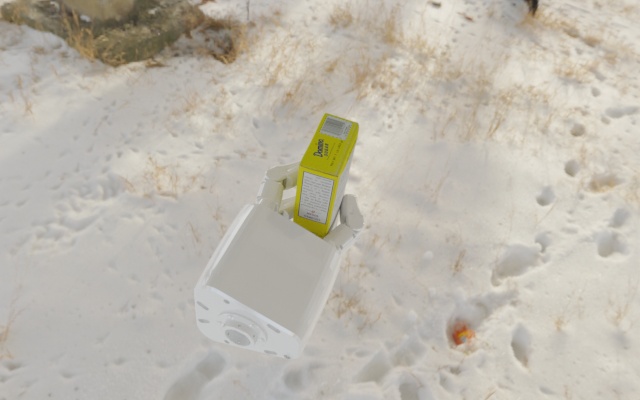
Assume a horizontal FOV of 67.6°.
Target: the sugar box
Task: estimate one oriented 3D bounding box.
[{"bbox_3d":[0.000,0.002,0.534,0.048,0.176,0.093,19,46,5],"label":"sugar box"}]
